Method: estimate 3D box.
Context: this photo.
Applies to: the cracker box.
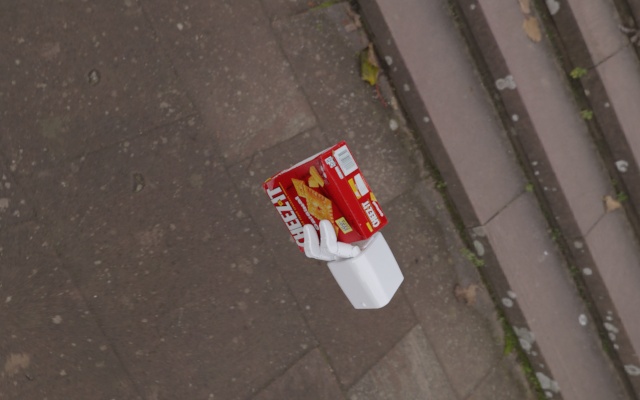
[{"bbox_3d":[0.000,0.003,0.881,0.072,0.164,0.214,-35,9,-35],"label":"cracker box"}]
